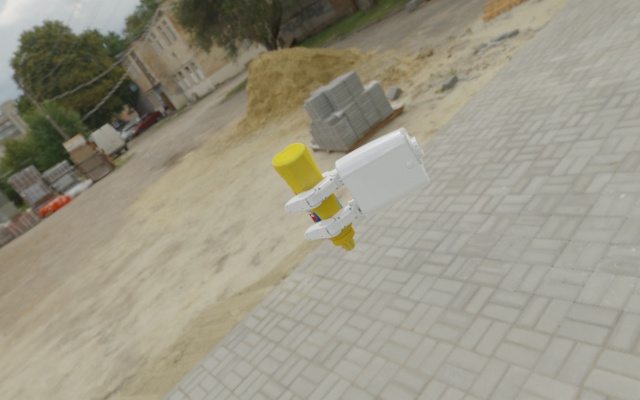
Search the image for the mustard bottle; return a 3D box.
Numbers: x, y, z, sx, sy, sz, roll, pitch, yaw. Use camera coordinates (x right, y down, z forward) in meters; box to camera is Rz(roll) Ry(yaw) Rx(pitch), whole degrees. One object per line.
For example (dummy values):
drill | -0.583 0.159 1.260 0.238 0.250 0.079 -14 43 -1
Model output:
mustard bottle | 0.000 0.002 0.753 0.058 0.192 0.096 -37 20 -7
